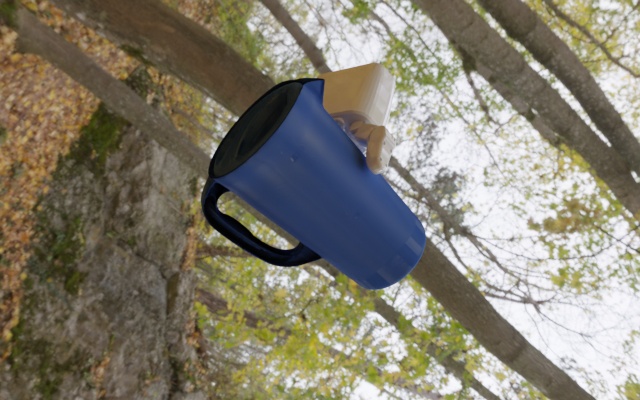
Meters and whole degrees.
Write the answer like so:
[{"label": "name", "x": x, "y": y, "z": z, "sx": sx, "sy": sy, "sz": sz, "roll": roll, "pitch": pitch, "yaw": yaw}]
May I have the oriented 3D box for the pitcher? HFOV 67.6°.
[{"label": "pitcher", "x": 0.000, "y": 0.002, "z": 0.529, "sx": 0.149, "sy": 0.145, "sz": 0.243, "roll": -22, "pitch": -54, "yaw": 40}]
